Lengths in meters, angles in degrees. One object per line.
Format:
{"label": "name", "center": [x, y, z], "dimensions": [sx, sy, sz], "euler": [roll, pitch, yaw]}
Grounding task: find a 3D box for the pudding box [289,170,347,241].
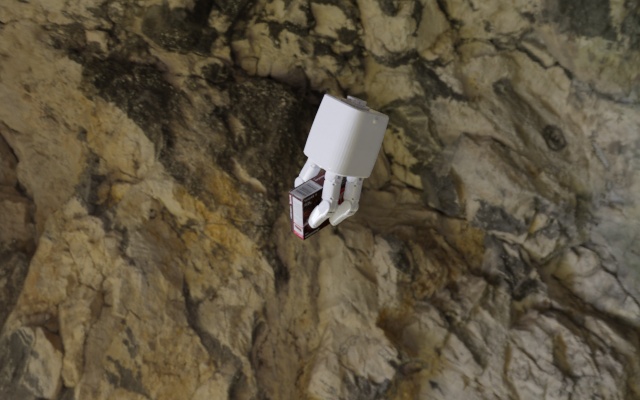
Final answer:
{"label": "pudding box", "center": [0.000, 0.003, 0.810], "dimensions": [0.113, 0.090, 0.039], "euler": [-29, 46, -31]}
